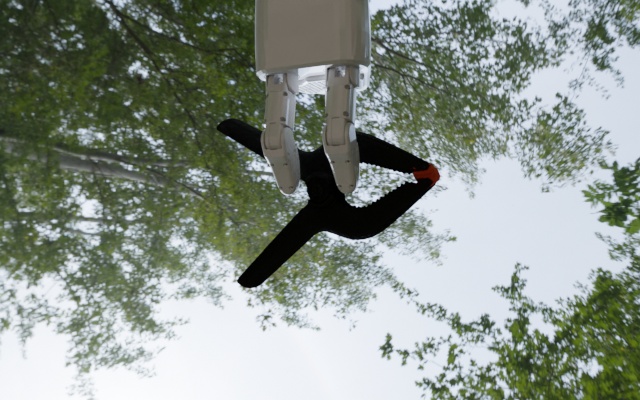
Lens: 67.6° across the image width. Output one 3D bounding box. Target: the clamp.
[{"bbox_3d":[0.001,0.001,0.433,0.210,0.164,0.036,-1,3,22],"label":"clamp"}]
